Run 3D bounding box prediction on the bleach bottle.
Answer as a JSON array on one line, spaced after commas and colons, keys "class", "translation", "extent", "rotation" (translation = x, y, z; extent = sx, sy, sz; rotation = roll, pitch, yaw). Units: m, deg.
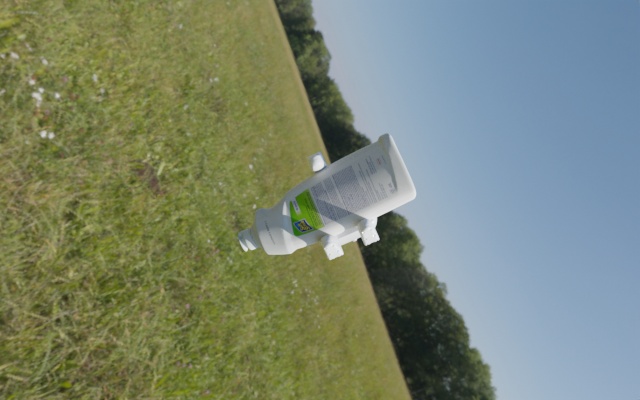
[{"class": "bleach bottle", "translation": [0.000, 0.002, 0.673], "extent": [0.251, 0.102, 0.068], "rotation": [-23, -11, 4]}]
